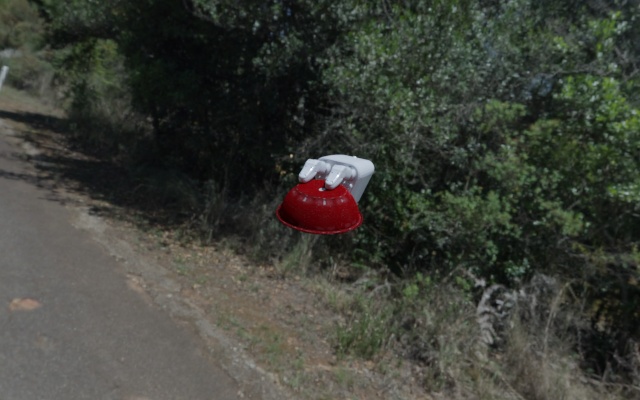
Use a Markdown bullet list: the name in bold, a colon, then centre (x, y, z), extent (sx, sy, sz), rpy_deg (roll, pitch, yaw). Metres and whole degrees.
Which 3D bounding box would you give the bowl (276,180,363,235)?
- **bowl**: centre (0.000, 0.003, 0.874), extent (0.162, 0.055, 0.162), rpy_deg (4, 24, -2)
